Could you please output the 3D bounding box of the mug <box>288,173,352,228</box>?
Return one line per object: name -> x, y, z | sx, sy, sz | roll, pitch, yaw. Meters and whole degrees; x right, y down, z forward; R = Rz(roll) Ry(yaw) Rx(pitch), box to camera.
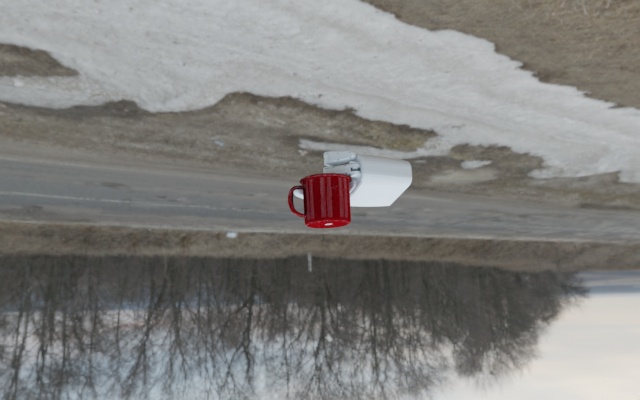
mug -> -0.001, 0.003, 0.834 | 0.117, 0.081, 0.093 | 2, -14, -23
